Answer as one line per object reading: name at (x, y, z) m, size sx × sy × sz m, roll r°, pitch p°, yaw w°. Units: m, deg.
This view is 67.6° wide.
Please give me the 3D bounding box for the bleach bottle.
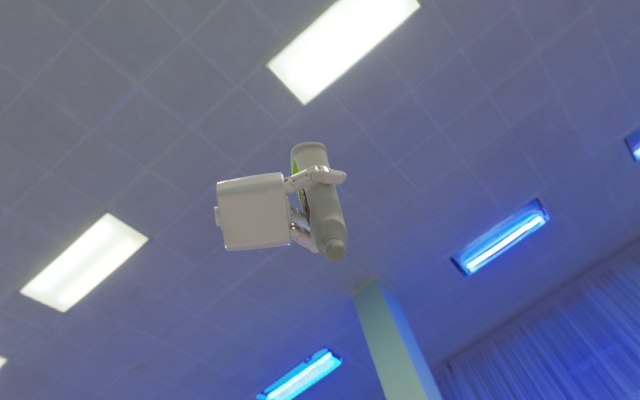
bleach bottle at (0.000, 0.003, 0.790) m, size 0.068 × 0.103 × 0.250 m, roll -6°, pitch 34°, yaw -8°
